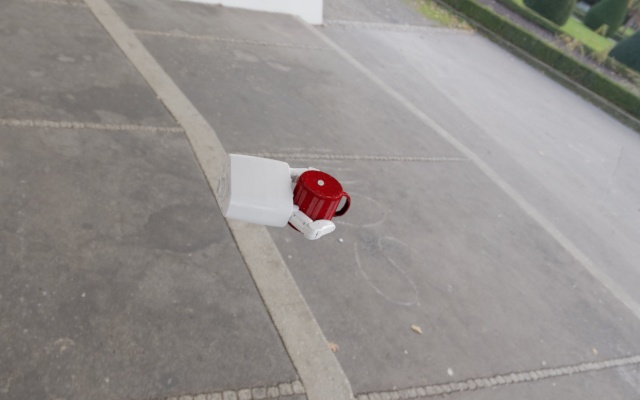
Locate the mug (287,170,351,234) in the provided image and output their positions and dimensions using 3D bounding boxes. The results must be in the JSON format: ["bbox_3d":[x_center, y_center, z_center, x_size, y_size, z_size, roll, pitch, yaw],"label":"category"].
[{"bbox_3d":[0.002,0.003,0.836,0.117,0.081,0.093,8,36,-24],"label":"mug"}]
